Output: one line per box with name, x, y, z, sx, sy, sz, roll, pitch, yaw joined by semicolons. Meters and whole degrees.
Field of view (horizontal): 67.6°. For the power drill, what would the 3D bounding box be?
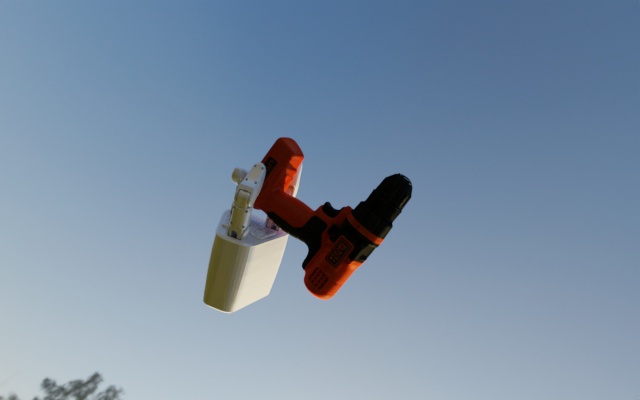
power drill;0.000;0.002;0.606;0.187;0.184;0.057;43;11;24
